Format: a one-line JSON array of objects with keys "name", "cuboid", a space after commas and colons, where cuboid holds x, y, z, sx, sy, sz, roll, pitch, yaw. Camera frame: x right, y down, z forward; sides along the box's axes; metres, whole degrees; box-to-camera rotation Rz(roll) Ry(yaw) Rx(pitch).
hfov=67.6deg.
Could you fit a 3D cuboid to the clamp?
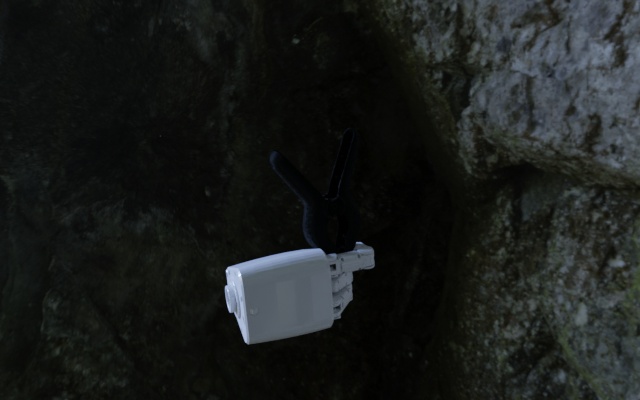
[{"name": "clamp", "cuboid": [0.000, 0.002, 0.581, 0.120, 0.171, 0.039, -9, 10, -23]}]
